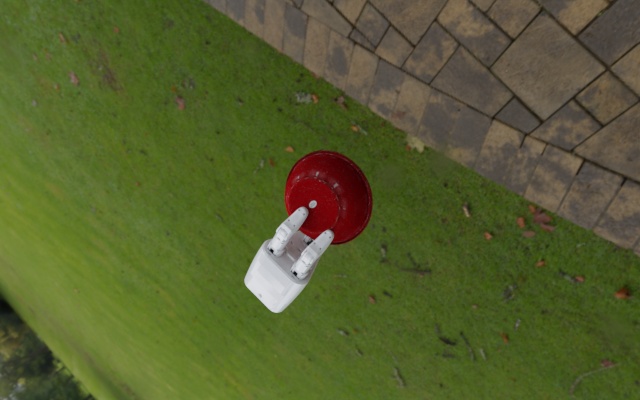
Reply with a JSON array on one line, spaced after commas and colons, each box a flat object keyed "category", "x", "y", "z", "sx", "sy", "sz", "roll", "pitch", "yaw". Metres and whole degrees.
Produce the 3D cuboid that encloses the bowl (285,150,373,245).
[{"category": "bowl", "x": 0.000, "y": 0.001, "z": 0.771, "sx": 0.162, "sy": 0.162, "sz": 0.055, "roll": 0, "pitch": 13, "yaw": 27}]
